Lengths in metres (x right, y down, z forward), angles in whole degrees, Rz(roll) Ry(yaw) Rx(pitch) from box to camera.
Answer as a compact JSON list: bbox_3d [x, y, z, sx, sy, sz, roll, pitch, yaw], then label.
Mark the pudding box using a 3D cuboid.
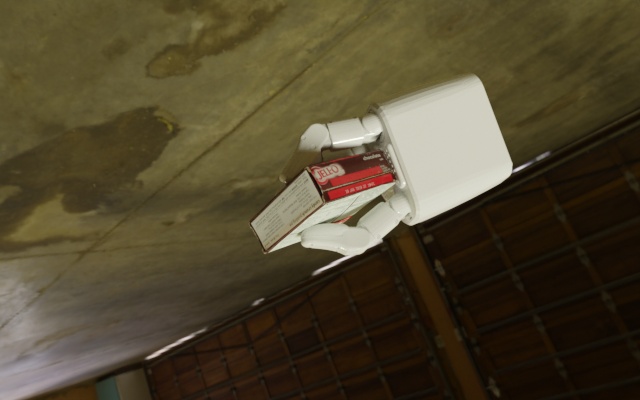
[{"bbox_3d":[0.000,0.002,0.430,0.090,0.039,0.113,-16,-18,-40],"label":"pudding box"}]
